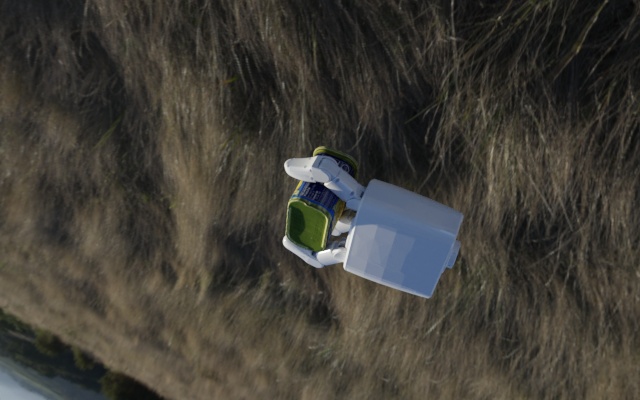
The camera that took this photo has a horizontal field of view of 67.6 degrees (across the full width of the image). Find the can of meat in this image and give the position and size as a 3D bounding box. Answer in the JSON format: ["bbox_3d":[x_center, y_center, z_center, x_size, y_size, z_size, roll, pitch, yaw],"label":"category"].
[{"bbox_3d":[0.000,0.002,0.569,0.057,0.084,0.102,22,-34,9],"label":"can of meat"}]
